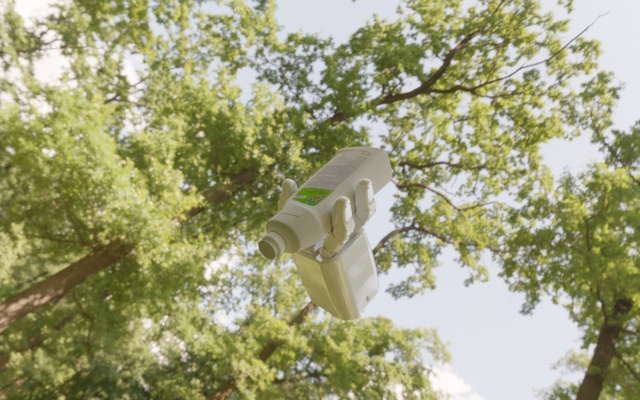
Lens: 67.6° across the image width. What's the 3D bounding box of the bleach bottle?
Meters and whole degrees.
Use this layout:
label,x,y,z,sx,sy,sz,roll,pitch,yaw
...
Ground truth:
label,x,y,z,sx,sy,sz,roll,pitch,yaw
bleach bottle,0.000,0.002,0.672,0.102,0.068,0.250,1,29,40
